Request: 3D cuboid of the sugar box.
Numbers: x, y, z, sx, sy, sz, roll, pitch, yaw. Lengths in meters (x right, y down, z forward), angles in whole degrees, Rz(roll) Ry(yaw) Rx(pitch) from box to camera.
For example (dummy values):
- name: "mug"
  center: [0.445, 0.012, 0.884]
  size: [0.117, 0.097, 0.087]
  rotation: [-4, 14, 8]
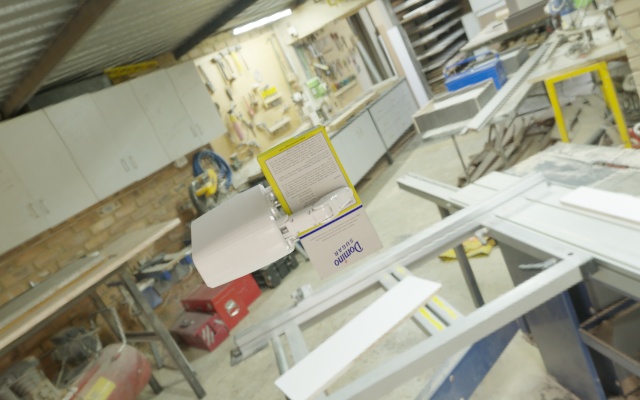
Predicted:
- name: "sugar box"
  center: [0.000, 0.002, 0.608]
  size: [0.093, 0.176, 0.048]
  rotation: [-27, 15, -1]
